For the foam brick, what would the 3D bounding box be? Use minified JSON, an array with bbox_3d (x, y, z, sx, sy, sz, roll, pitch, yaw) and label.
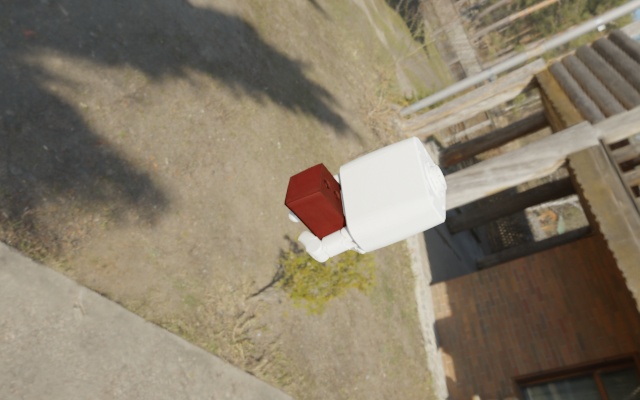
[{"bbox_3d":[0.000,0.002,0.600,0.051,0.053,0.078,-23,-51,26],"label":"foam brick"}]
